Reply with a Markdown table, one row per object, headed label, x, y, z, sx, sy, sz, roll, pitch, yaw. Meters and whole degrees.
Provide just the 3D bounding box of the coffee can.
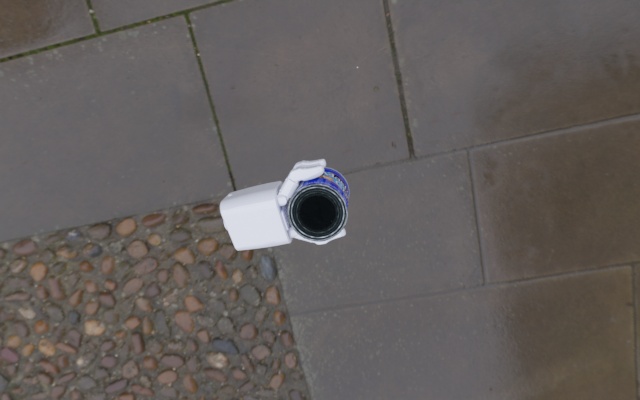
| label | x | y | z | sx | sy | sz | roll | pitch | yaw |
| --- | --- | --- | --- | --- | --- | --- | --- | --- | --- |
| coffee can | 0.000 | 0.003 | 0.869 | 0.103 | 0.103 | 0.140 | 0 | 16 | 4 |
